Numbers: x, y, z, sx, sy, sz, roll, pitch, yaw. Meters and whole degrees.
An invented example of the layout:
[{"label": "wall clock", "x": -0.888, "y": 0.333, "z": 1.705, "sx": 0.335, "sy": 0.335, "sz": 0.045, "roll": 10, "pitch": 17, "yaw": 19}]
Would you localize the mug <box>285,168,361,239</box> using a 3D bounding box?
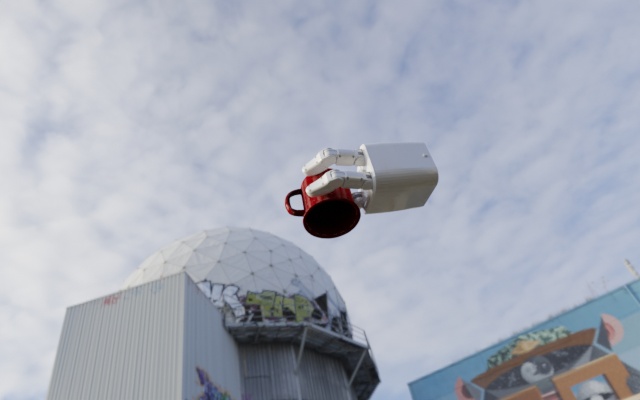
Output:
[{"label": "mug", "x": -0.001, "y": 0.003, "z": 0.775, "sx": 0.117, "sy": 0.093, "sz": 0.081, "roll": -3, "pitch": 45, "yaw": -9}]
